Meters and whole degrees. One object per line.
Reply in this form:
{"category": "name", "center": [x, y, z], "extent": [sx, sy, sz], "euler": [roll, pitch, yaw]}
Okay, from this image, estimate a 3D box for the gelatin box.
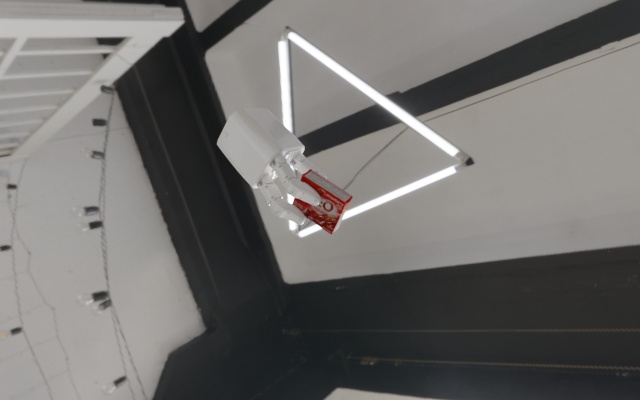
{"category": "gelatin box", "center": [0.001, 0.003, 0.792], "extent": [0.089, 0.073, 0.030], "euler": [33, 38, 14]}
